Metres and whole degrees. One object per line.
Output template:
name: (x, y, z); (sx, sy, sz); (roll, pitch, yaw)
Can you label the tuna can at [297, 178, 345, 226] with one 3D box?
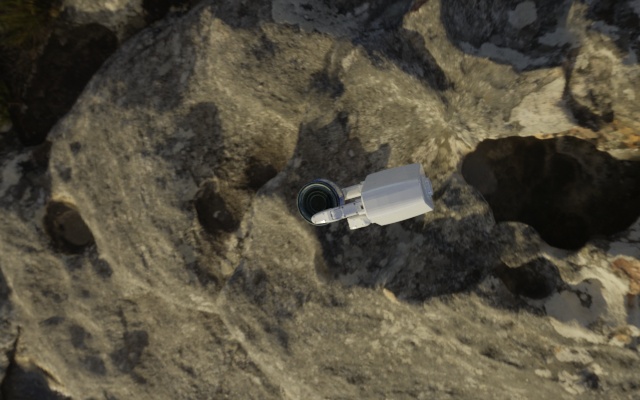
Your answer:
tuna can: (0.000, 0.003, 0.889); (0.086, 0.086, 0.033); (0, 10, 20)
